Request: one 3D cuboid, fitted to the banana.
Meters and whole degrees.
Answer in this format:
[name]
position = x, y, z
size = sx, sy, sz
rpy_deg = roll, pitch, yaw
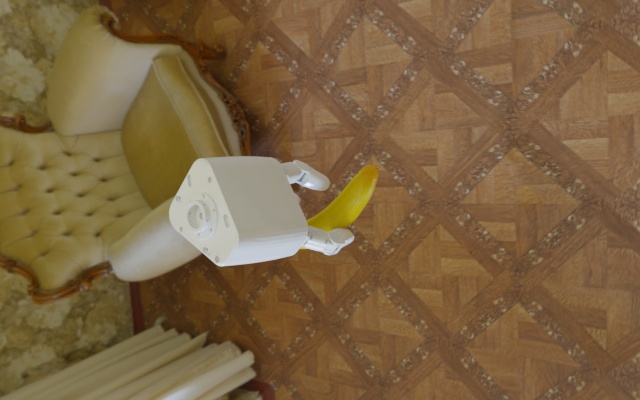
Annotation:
[banana]
position = 0.003, 0.021, 0.633
size = 0.198, 0.069, 0.037
rpy_deg = -27, -17, 37
